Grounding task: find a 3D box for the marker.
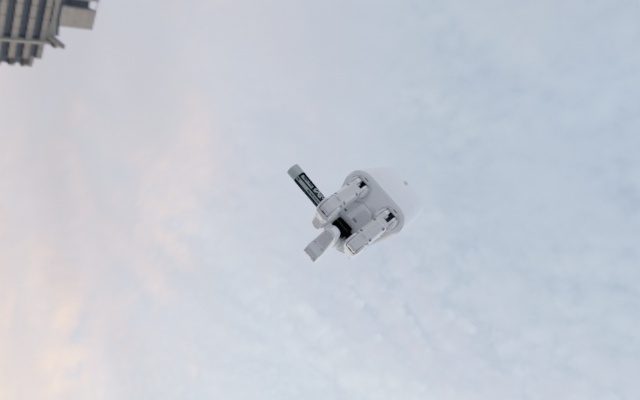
[{"bbox_3d":[0.000,0.002,0.632,0.020,0.121,0.020,-38,-11,-9],"label":"marker"}]
